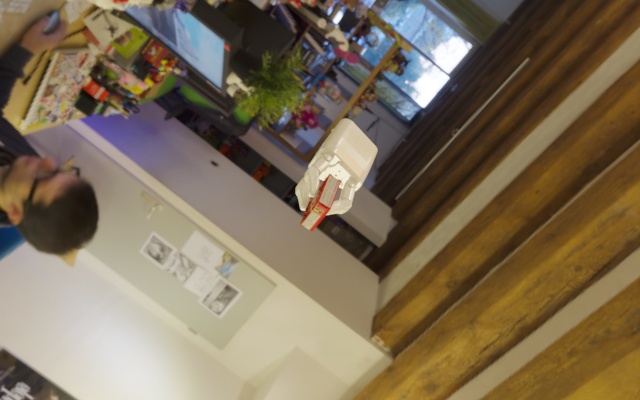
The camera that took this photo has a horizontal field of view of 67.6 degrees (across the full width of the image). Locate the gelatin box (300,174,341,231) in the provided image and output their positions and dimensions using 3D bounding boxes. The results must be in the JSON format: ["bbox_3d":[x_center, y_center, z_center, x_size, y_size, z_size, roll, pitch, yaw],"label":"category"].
[{"bbox_3d":[0.000,0.003,0.889,0.030,0.089,0.073,31,-48,-9],"label":"gelatin box"}]
